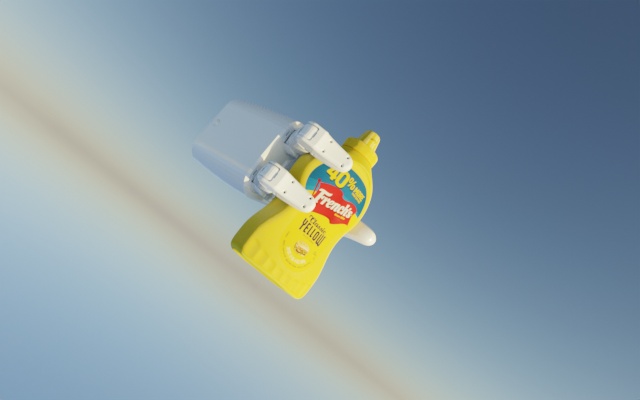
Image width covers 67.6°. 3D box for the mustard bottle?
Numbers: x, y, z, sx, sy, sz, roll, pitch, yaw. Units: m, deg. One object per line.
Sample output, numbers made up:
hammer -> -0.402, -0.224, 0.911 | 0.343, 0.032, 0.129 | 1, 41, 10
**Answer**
mustard bottle -> 0.000, 0.002, 0.503 | 0.096, 0.191, 0.058 | 45, -14, -29
